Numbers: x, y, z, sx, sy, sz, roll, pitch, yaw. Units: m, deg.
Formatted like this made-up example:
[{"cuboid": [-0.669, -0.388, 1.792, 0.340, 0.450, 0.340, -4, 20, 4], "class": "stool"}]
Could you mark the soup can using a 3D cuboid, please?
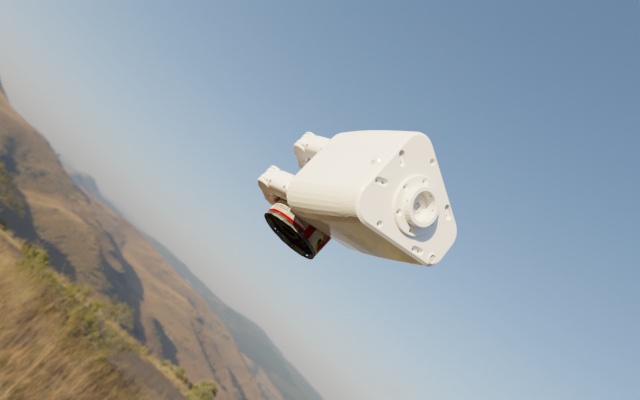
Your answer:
[{"cuboid": [0.000, 0.001, 0.501, 0.102, 0.068, 0.068, -47, 20, -19], "class": "soup can"}]
